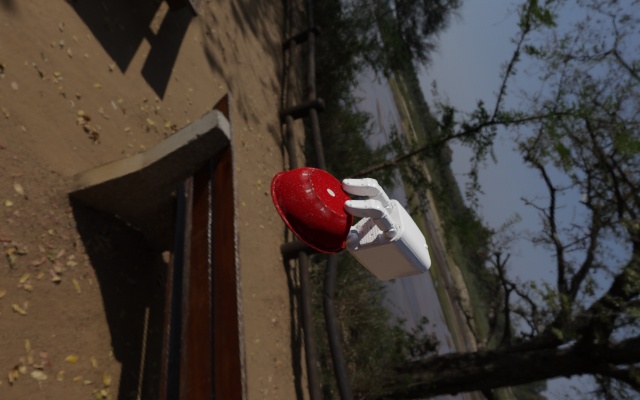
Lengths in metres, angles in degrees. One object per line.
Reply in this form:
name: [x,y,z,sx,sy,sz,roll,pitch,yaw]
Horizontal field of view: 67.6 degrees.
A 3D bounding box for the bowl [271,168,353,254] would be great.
bowl: [-0.001,0.002,0.753,0.055,0.162,0.162,-41,-23,28]
